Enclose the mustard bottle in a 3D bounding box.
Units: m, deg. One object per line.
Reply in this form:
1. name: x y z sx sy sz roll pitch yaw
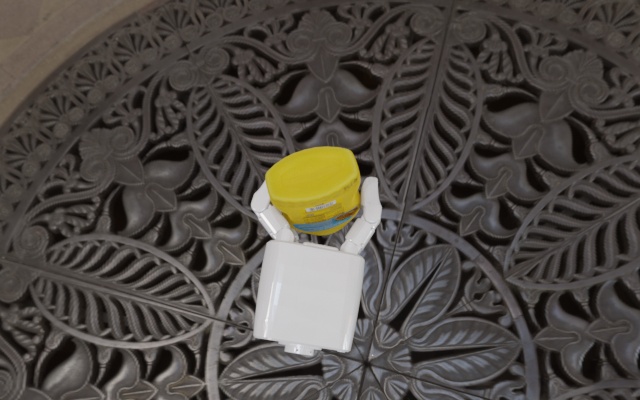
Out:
1. mustard bottle: 0.000 0.001 0.569 0.096 0.058 0.192 -17 -19 0
